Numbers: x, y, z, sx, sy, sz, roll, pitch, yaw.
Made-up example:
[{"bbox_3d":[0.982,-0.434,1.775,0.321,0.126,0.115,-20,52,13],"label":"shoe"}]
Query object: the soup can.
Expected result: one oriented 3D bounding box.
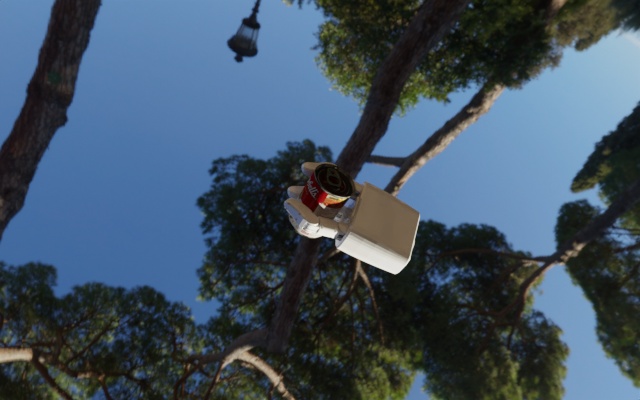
[{"bbox_3d":[0.000,0.002,0.733,0.068,0.068,0.102,0,-40,-35],"label":"soup can"}]
